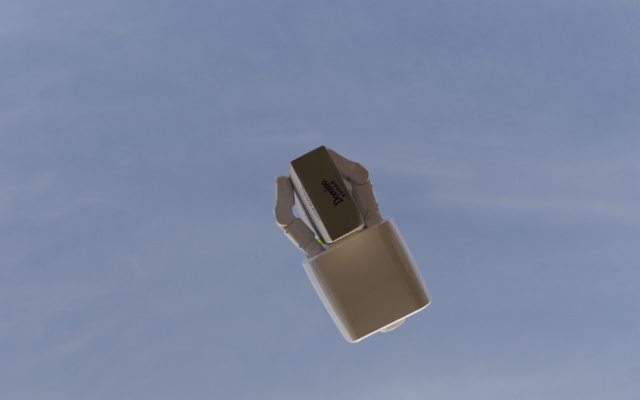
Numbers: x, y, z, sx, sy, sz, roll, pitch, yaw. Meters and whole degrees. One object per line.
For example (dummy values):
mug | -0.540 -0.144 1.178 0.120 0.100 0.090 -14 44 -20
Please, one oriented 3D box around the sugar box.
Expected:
sugar box | 0.001 0.002 0.557 0.048 0.093 0.176 -27 -2 -10
